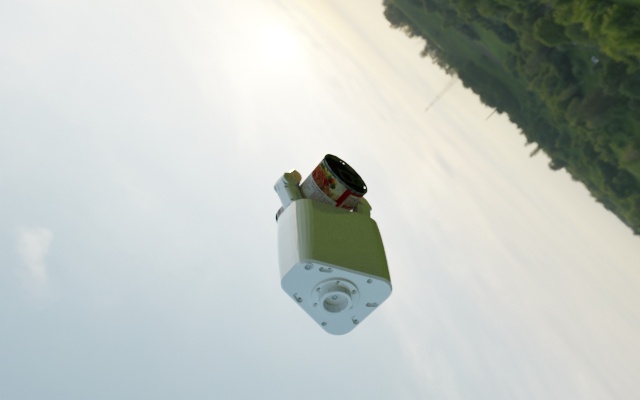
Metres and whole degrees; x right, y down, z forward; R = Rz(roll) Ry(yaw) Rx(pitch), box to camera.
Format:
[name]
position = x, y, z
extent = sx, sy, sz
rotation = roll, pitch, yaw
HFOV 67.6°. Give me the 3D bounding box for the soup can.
[soup can]
position = 0.000, 0.002, 0.591
extent = 0.102, 0.068, 0.068
rotation = -48, -23, 22
